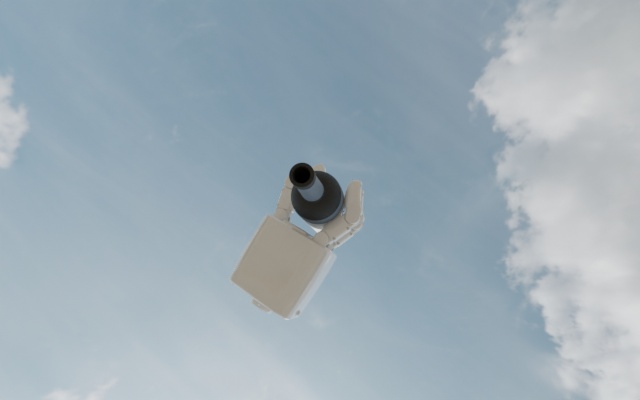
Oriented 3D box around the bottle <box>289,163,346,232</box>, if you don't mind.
[{"bbox_3d":[0.000,0.002,0.646,0.069,0.069,0.296,0,-11,8],"label":"bottle"}]
